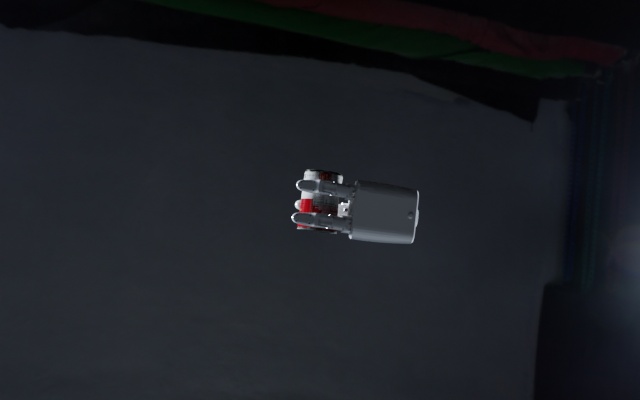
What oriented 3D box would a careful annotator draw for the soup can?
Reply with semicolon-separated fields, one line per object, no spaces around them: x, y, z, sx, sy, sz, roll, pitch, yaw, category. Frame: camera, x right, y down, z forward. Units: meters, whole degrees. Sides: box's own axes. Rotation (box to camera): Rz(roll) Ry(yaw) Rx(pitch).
0.000;0.002;0.817;0.068;0.102;0.068;7;-5;1;soup can
